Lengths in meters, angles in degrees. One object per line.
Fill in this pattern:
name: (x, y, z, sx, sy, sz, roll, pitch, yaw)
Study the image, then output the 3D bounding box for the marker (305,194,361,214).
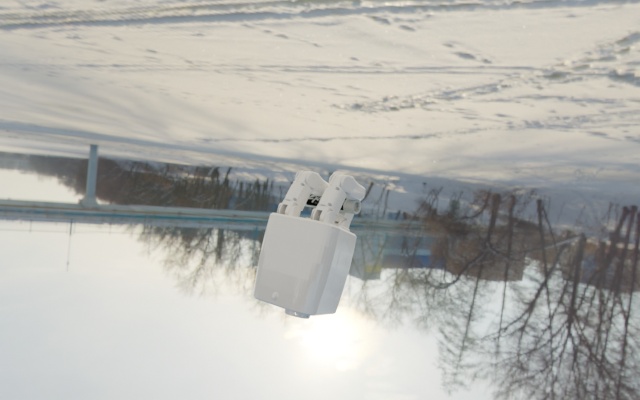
marker: (0.000, 0.002, 0.634, 0.121, 0.020, 0.020, 8, 5, 40)
